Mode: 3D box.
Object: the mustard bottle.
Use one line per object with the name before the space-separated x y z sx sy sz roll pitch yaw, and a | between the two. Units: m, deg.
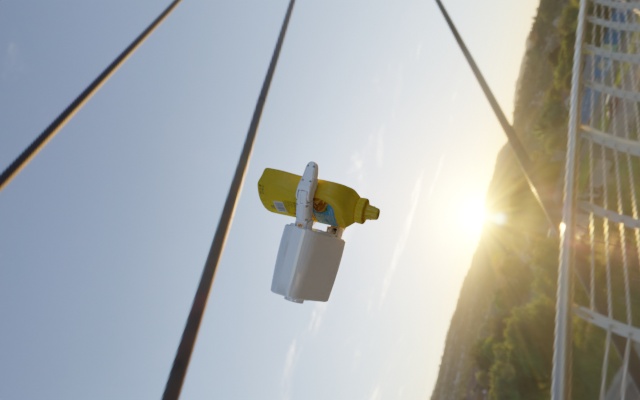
mustard bottle | 0.000 0.002 0.754 0.191 0.058 0.096 13 -30 21
